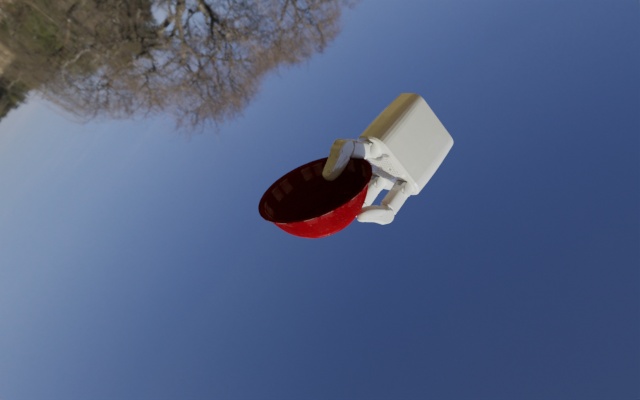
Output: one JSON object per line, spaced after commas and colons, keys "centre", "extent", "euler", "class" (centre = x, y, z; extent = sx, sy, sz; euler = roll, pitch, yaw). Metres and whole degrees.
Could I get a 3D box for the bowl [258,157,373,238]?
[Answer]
{"centre": [-0.001, 0.003, 0.648], "extent": [0.162, 0.055, 0.162], "euler": [-17, 28, 10], "class": "bowl"}
